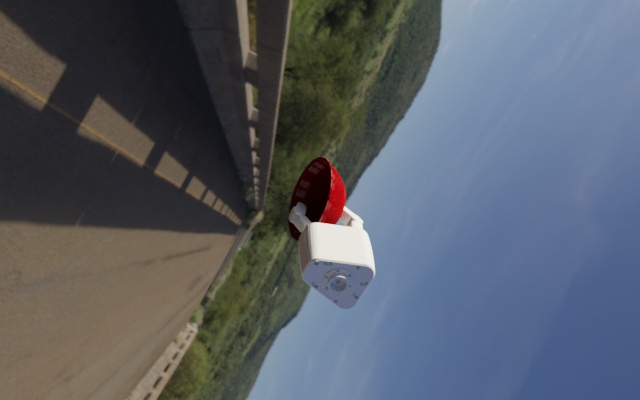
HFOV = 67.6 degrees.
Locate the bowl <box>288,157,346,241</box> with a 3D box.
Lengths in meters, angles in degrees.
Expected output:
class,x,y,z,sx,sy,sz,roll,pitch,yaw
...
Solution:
class,x,y,z,sx,sy,sz,roll,pitch,yaw
bowl,0.000,0.002,0.891,0.055,0.162,0.162,17,-8,-26
